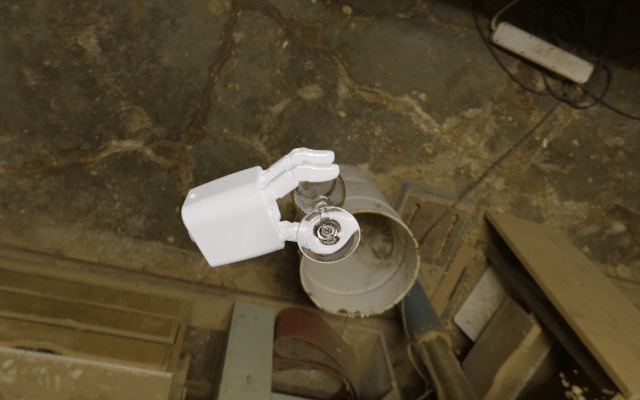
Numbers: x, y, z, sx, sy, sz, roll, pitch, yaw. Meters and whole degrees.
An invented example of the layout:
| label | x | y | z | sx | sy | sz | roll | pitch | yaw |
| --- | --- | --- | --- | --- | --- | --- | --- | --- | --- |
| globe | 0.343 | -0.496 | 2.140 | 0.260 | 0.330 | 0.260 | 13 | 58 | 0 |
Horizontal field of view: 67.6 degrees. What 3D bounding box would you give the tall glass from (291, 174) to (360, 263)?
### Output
| label | x | y | z | sx | sy | sz | roll | pitch | yaw |
| --- | --- | --- | --- | --- | --- | --- | --- | --- | --- |
| tall glass | 0.000 | 0.002 | 0.640 | 0.079 | 0.079 | 0.201 | 0 | 23 | -5 |
